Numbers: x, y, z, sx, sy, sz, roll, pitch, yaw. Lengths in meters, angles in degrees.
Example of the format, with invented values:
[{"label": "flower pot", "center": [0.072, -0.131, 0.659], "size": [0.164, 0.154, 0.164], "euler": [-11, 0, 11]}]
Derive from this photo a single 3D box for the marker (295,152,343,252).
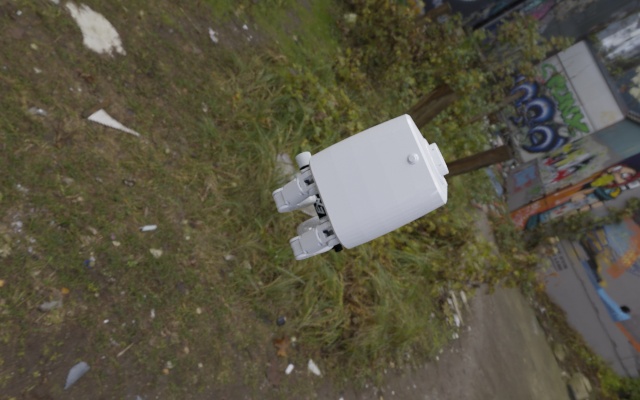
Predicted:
[{"label": "marker", "center": [0.000, 0.002, 0.549], "size": [0.020, 0.121, 0.020], "euler": [-20, -12, -4]}]
